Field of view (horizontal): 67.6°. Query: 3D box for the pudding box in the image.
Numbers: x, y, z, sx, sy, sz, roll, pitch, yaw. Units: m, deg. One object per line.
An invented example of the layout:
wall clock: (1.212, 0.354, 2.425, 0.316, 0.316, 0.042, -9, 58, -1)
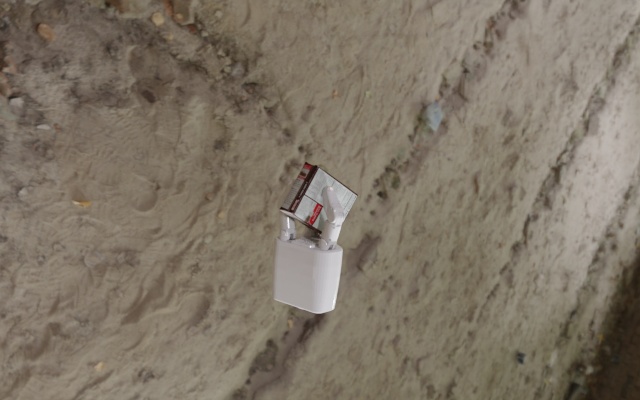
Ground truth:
pudding box: (0.000, 0.003, 0.784, 0.039, 0.090, 0.113, 20, -11, 47)
